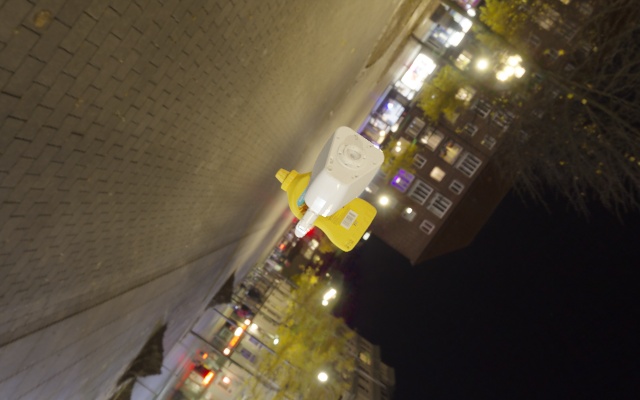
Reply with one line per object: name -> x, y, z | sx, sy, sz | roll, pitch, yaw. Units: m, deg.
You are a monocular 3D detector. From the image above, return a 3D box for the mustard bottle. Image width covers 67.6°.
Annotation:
mustard bottle -> 0.000, 0.003, 0.877 | 0.191, 0.096, 0.058 | 35, -8, 1
